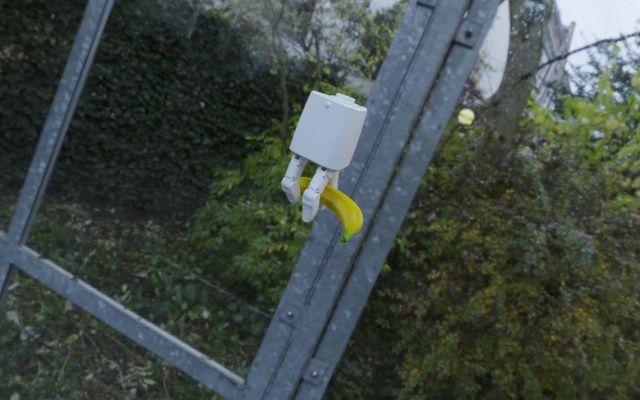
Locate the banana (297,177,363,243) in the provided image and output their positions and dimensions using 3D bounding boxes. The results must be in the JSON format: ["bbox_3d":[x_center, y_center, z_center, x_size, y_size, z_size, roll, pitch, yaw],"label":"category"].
[{"bbox_3d":[0.017,0.004,0.826,0.069,0.037,0.197,-1,30,-34],"label":"banana"}]
